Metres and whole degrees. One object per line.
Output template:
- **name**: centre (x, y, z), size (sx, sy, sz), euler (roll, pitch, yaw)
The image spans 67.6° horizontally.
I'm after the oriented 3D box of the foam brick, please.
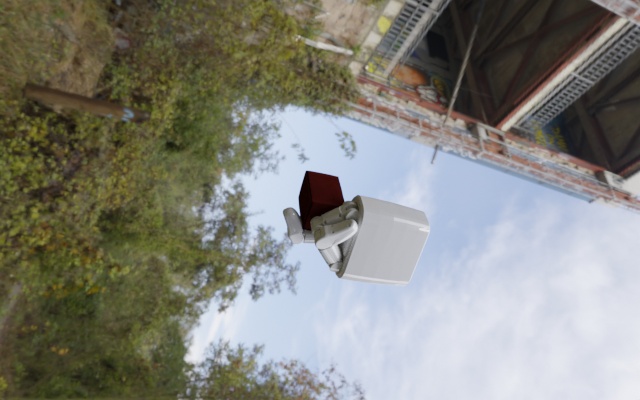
- **foam brick**: centre (0.000, 0.002, 0.693), size (0.051, 0.053, 0.078), euler (8, 37, -14)
